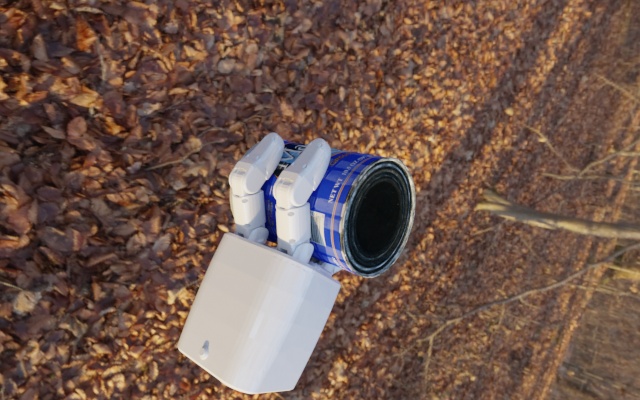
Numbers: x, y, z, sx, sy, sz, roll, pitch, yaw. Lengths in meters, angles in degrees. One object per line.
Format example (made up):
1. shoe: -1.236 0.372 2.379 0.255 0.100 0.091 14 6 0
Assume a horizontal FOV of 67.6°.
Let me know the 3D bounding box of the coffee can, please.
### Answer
1. coffee can: 0.000 0.001 0.439 0.140 0.103 0.103 15 10 41
